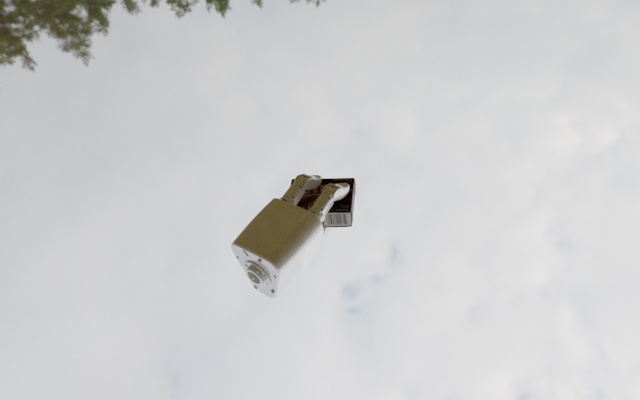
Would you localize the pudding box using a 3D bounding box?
[{"bbox_3d":[0.000,0.003,0.796,0.113,0.039,0.090,1,42,8],"label":"pudding box"}]
